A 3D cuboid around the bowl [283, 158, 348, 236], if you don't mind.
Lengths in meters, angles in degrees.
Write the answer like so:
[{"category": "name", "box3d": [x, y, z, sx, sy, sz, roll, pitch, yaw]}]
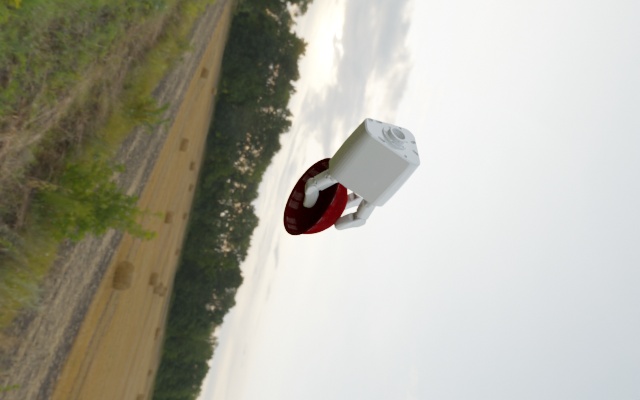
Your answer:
[{"category": "bowl", "box3d": [0.000, 0.004, 0.889, 0.055, 0.162, 0.162, 32, -17, -29]}]
